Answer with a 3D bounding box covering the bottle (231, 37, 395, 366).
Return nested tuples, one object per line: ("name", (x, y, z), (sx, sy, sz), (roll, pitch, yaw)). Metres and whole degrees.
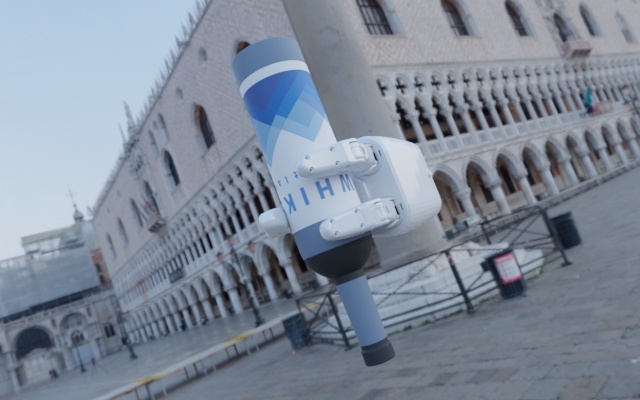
("bottle", (0.000, 0.001, 0.429), (0.069, 0.295, 0.069), (-21, -7, -3))
